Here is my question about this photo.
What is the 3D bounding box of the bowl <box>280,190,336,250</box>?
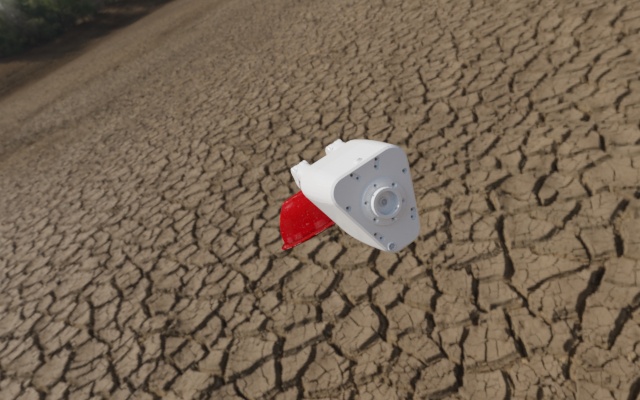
[{"bbox_3d":[-0.001,0.002,0.668,0.162,0.055,0.162,-33,4,3],"label":"bowl"}]
